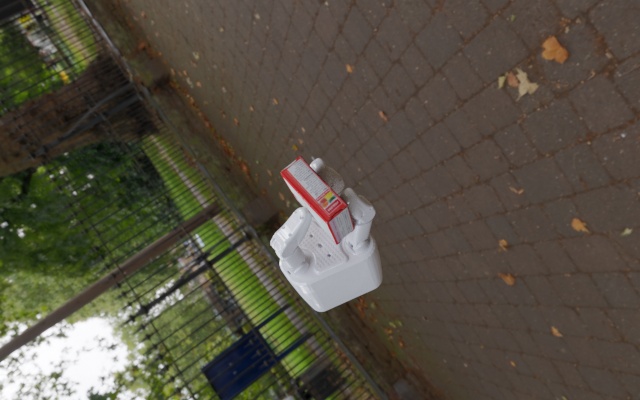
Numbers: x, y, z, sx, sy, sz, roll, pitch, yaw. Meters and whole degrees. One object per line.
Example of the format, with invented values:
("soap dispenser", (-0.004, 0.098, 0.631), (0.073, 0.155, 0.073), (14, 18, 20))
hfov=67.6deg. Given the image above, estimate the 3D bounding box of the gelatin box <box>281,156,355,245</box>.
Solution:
("gelatin box", (0.000, 0.002, 0.501), (0.030, 0.073, 0.089), (-41, -20, -5))
